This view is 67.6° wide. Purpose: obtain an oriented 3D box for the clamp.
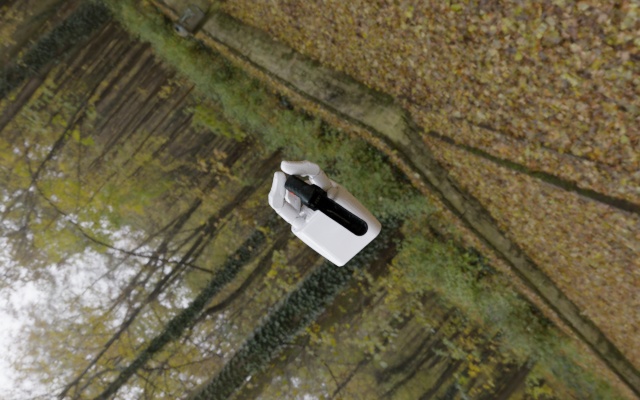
[{"bbox_3d":[0.000,0.003,0.719,0.120,0.039,0.171,40,-1,-22],"label":"clamp"}]
